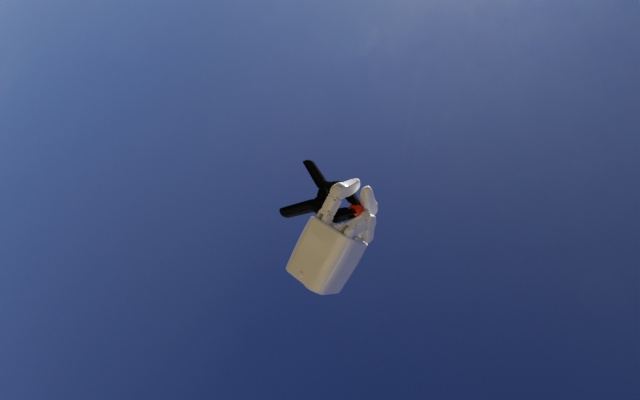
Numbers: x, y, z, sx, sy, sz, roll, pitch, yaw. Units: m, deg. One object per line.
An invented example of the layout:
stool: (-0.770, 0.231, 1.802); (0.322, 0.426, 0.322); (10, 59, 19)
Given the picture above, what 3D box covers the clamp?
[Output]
clamp: (0.001, 0.003, 0.878); (0.171, 0.120, 0.039); (31, 3, 40)
